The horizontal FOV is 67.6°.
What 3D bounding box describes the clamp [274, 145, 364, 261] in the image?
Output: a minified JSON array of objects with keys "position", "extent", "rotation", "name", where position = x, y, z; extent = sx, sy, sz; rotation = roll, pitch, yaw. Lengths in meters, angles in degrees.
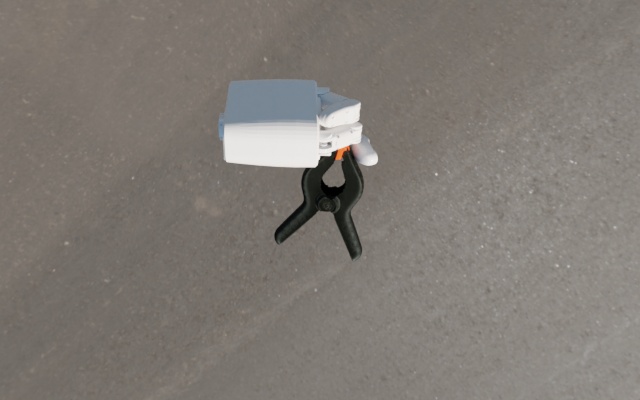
[{"position":[0.000,0.002,0.616],"extent":[0.120,0.171,0.039],"rotation":[2,27,-2],"name":"clamp"}]
